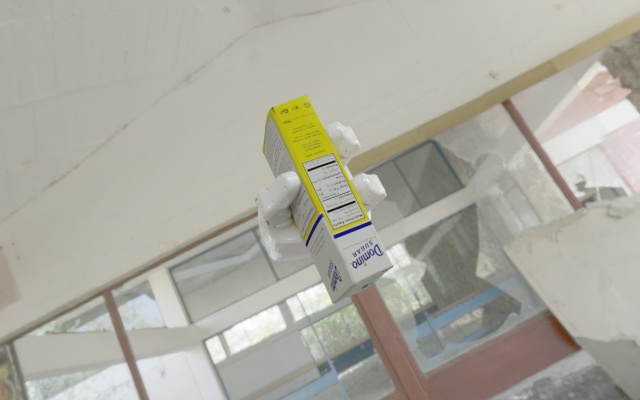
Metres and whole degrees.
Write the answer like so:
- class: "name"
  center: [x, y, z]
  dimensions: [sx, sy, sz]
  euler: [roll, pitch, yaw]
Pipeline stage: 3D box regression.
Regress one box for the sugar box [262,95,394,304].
- class: "sugar box"
  center: [0.000, 0.001, 0.447]
  dimensions: [0.048, 0.176, 0.093]
  euler: [-23, -15, -18]
